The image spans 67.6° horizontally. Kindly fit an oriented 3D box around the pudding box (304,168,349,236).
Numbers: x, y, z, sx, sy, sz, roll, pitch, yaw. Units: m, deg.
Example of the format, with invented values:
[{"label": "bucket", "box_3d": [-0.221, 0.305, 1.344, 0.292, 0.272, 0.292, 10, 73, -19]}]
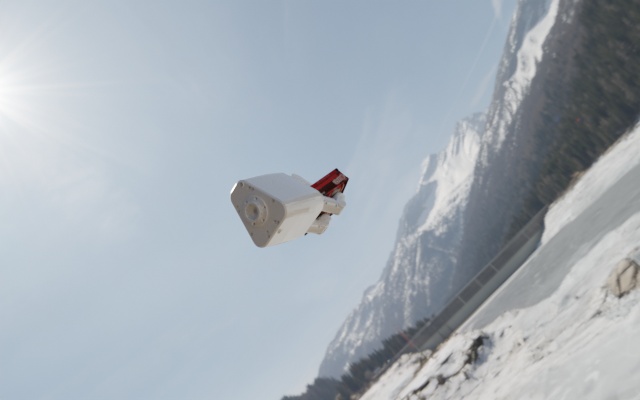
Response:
[{"label": "pudding box", "box_3d": [0.000, 0.003, 0.894, 0.090, 0.039, 0.114, -35, -19, -33]}]
